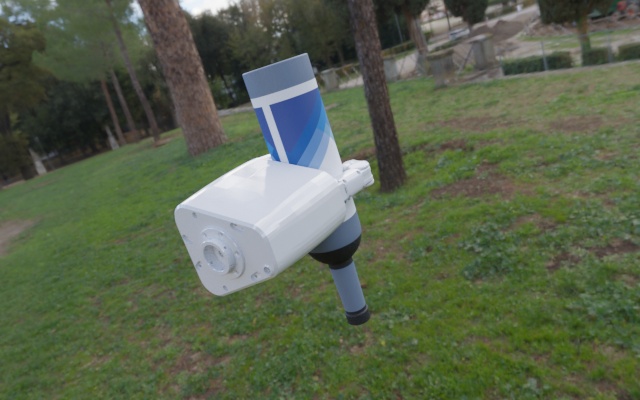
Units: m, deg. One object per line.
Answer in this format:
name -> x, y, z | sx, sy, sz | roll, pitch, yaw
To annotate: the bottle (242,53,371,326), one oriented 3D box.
bottle -> 0.000, 0.001, 0.504 | 0.069, 0.296, 0.069 | -17, 17, 5
